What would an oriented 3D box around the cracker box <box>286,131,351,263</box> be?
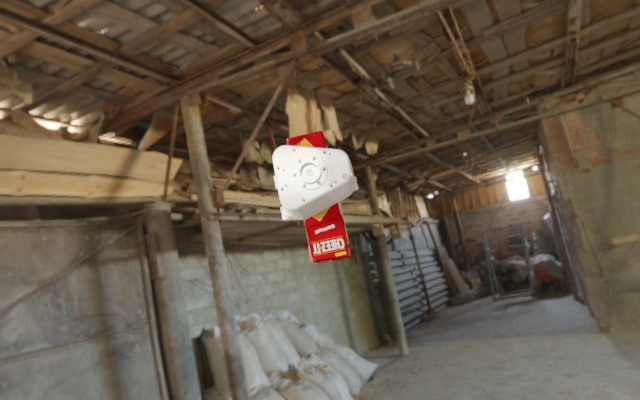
[{"bbox_3d":[0.000,0.003,0.857,0.072,0.213,0.164,-12,-9,4],"label":"cracker box"}]
